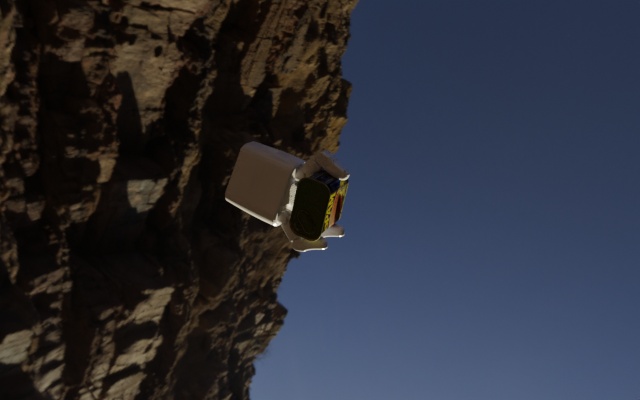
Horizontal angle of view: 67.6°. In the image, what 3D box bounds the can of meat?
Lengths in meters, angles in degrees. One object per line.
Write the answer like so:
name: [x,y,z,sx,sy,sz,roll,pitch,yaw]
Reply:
can of meat: [0.000,0.002,0.769,0.057,0.102,0.084,22,26,19]
